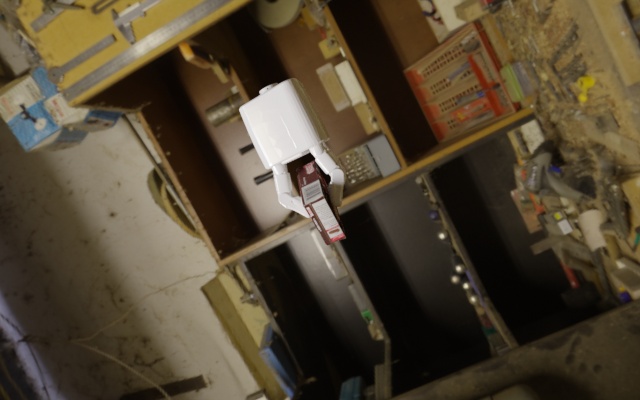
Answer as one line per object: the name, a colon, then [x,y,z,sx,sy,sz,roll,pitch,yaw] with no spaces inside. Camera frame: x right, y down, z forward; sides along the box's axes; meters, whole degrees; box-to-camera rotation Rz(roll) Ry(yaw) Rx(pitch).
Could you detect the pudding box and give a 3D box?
pudding box: [0.000,0.003,0.759,0.039,0.090,0.113,-24,33,9]
